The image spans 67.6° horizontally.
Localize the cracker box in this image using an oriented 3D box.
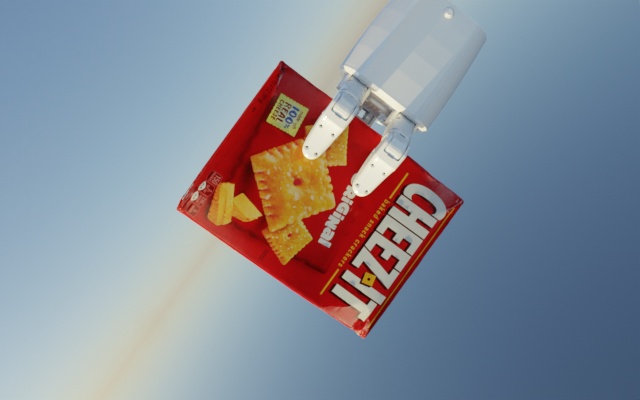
[{"bbox_3d":[0.000,0.001,0.456,0.214,0.164,0.072,36,0,-7],"label":"cracker box"}]
